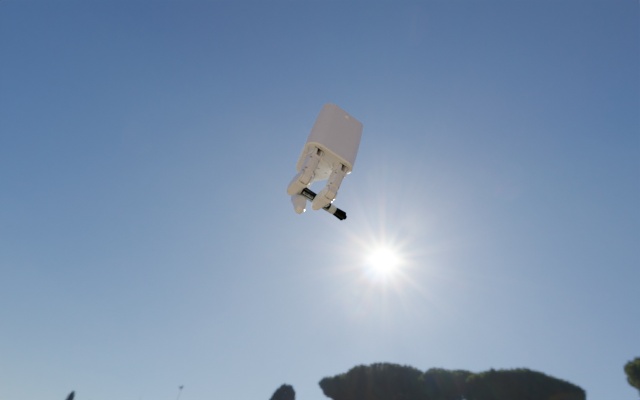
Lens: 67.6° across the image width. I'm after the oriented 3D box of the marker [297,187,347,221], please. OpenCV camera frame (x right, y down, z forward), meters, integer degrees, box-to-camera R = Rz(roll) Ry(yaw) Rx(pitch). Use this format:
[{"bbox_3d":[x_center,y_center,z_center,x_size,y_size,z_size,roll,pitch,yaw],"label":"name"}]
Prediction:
[{"bbox_3d":[0.000,0.003,0.882,0.121,0.020,0.020,32,-13,-21],"label":"marker"}]
